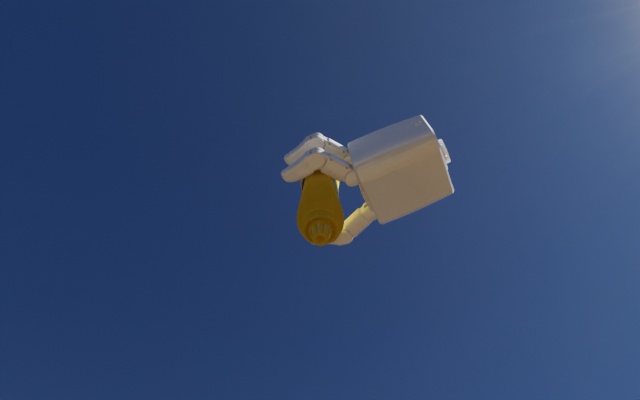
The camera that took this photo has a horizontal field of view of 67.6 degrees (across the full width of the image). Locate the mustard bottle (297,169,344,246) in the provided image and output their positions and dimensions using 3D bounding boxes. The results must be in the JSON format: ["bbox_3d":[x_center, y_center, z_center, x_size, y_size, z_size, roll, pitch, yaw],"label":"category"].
[{"bbox_3d":[0.000,0.002,0.625,0.058,0.096,0.191,-2,26,0],"label":"mustard bottle"}]
